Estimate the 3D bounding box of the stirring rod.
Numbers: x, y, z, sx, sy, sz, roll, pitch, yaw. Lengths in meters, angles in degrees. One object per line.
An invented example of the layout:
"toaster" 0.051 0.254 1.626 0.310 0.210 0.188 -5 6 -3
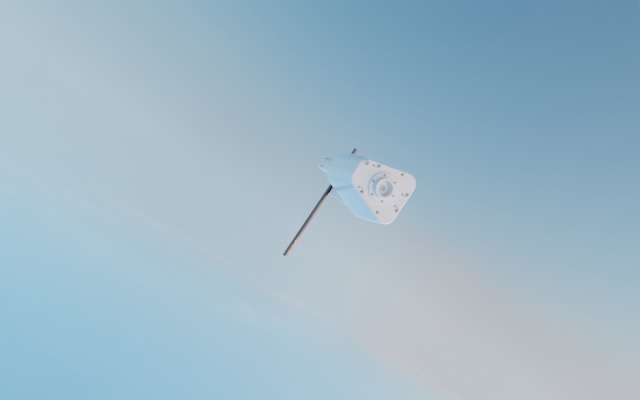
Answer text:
"stirring rod" 0.000 0.003 0.893 0.011 0.239 0.011 34 -4 3
